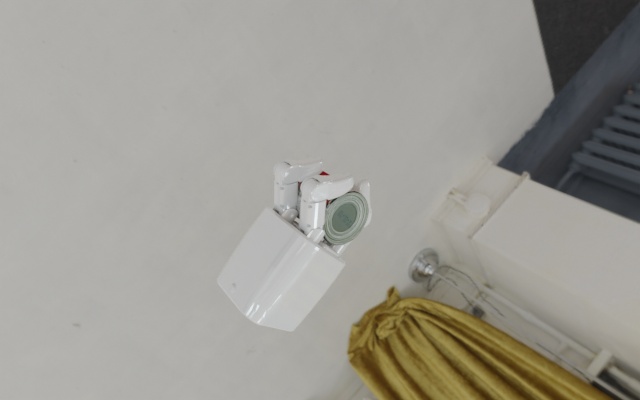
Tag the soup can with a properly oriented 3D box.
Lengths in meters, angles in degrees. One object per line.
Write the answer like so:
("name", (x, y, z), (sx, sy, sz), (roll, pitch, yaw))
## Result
("soup can", (0.001, 0.002, 0.567), (0.068, 0.068, 0.102), (0, 22, -37))
